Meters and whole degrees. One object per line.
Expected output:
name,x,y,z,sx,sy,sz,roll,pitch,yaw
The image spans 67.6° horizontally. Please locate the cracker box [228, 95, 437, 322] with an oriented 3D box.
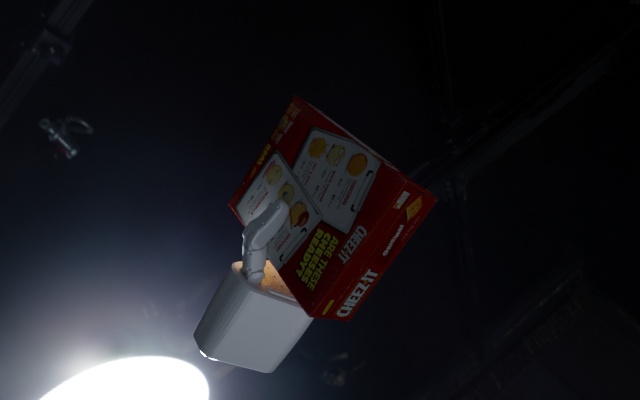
cracker box,0.000,0.002,0.537,0.072,0.164,0.213,21,17,-45
